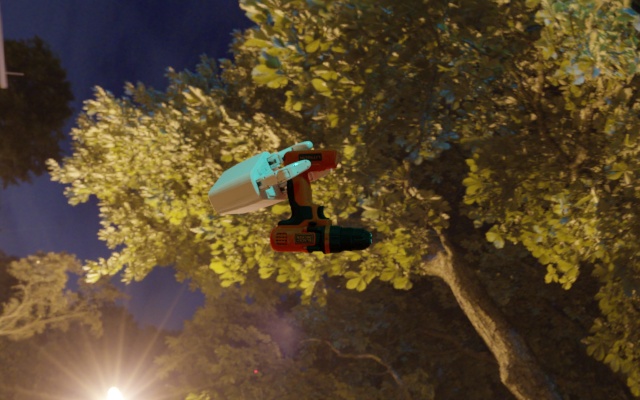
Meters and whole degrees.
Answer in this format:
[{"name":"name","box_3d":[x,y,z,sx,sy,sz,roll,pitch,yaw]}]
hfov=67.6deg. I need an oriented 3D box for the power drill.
[{"name":"power drill","box_3d":[0.000,0.002,0.864,0.184,0.187,0.057,-1,-7,6]}]
